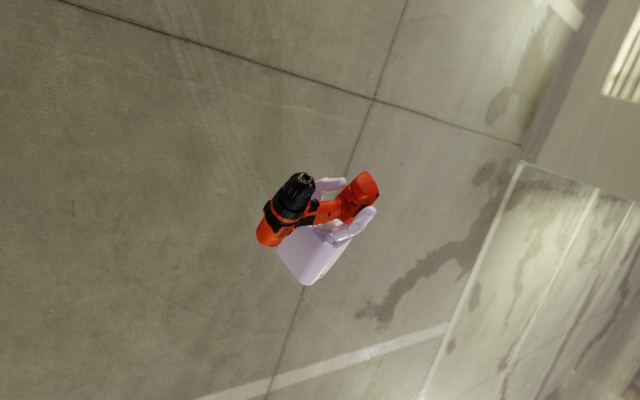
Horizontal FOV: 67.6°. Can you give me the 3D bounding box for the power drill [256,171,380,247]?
[{"bbox_3d":[0.000,0.003,0.764,0.187,0.057,0.184,-11,-23,-32],"label":"power drill"}]
